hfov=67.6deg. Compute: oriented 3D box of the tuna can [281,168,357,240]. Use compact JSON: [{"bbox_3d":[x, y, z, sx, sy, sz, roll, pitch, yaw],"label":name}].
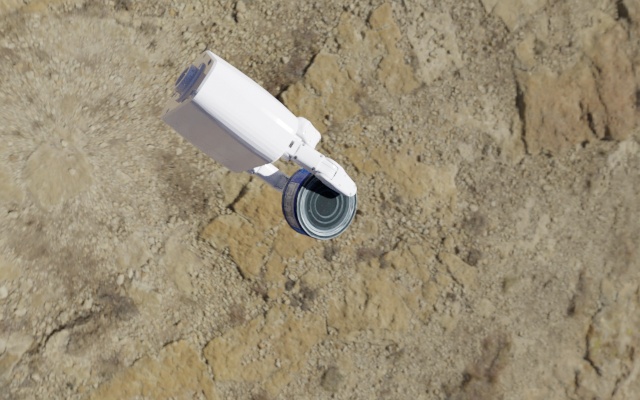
[{"bbox_3d":[0.000,0.002,0.553,0.086,0.086,0.033,0,8,-33],"label":"tuna can"}]
